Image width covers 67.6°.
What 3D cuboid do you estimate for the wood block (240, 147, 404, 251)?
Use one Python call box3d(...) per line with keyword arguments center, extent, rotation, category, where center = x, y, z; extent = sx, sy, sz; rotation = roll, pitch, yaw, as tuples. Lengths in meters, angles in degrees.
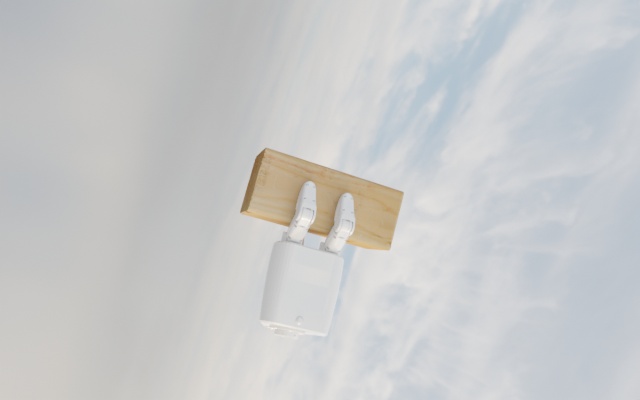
box3d(center=(0.000, 0.003, 0.686), extent=(0.206, 0.090, 0.091), rotation=(17, -8, -15), category="wood block")
